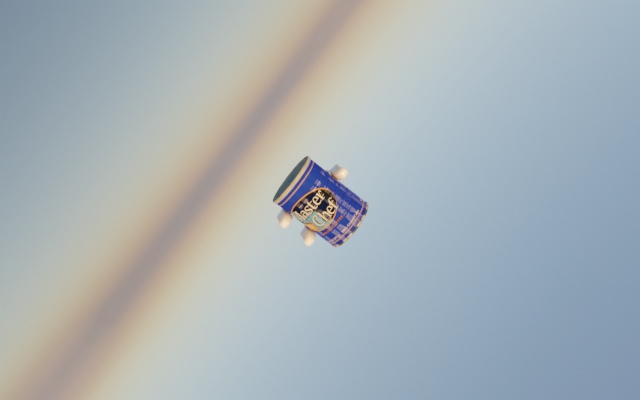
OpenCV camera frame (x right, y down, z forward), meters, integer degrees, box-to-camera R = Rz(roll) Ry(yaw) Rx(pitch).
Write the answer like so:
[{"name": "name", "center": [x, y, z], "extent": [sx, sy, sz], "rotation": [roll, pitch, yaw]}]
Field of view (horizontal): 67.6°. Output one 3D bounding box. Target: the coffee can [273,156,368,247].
[{"name": "coffee can", "center": [0.000, 0.003, 0.858], "extent": [0.140, 0.103, 0.103], "rotation": [37, -9, -12]}]
